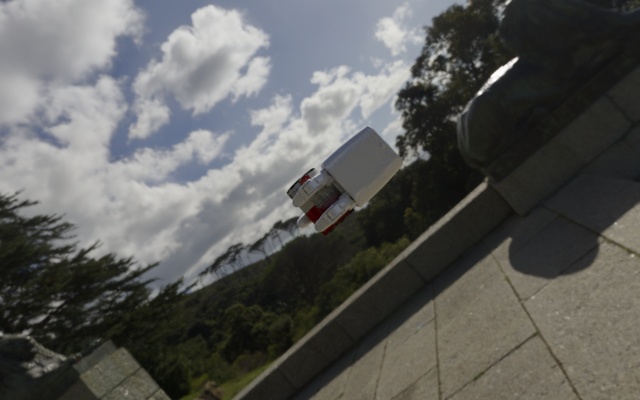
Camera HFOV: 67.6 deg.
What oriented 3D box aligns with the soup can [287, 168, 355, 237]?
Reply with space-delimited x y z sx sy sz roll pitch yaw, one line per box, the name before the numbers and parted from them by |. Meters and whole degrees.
soup can | 0.000 0.003 0.814 0.068 0.102 0.068 -43 -4 -4
